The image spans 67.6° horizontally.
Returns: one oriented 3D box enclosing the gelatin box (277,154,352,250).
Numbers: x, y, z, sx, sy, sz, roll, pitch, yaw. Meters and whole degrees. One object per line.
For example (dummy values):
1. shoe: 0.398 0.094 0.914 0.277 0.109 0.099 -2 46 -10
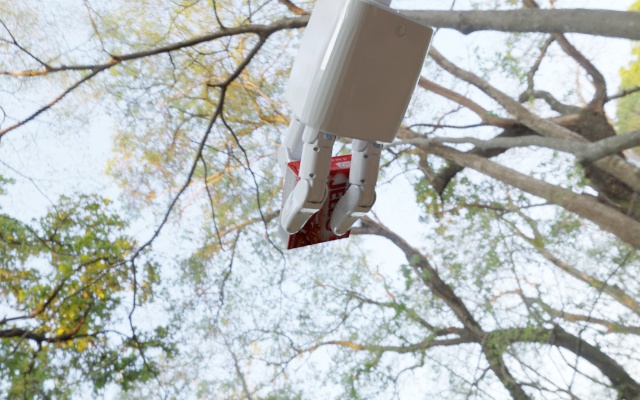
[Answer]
1. gelatin box: 0.000 0.002 0.469 0.073 0.089 0.030 -9 37 -29
